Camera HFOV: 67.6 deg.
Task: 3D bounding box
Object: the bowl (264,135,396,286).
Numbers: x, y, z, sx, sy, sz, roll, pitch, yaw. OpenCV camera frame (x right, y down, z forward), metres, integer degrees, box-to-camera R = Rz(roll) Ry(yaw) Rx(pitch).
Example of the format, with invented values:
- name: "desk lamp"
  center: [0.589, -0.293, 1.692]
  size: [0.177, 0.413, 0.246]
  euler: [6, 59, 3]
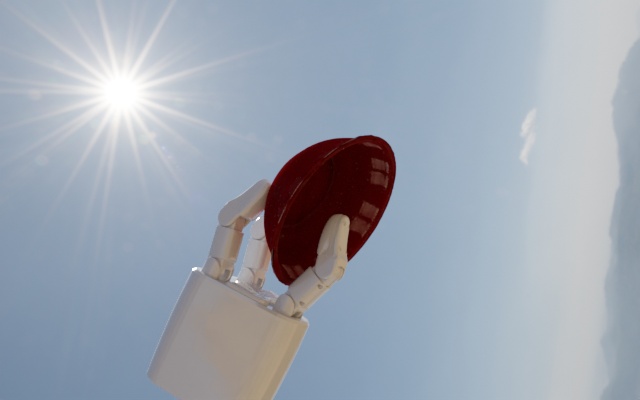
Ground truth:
- name: "bowl"
  center: [0.001, 0.000, 0.454]
  size: [0.055, 0.162, 0.162]
  euler: [36, 21, 32]
